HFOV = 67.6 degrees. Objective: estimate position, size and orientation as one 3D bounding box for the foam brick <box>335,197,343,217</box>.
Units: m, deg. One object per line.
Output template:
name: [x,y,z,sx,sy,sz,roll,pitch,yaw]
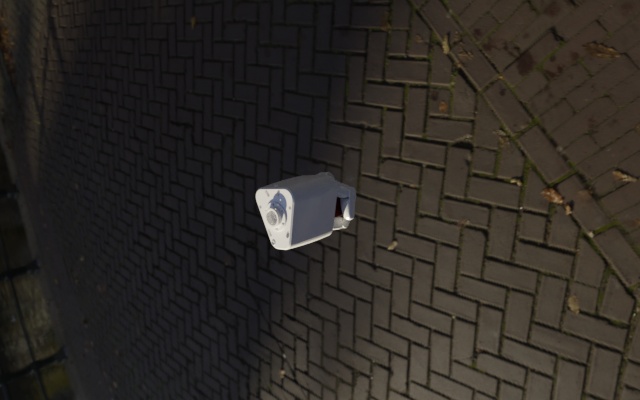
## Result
foam brick: [0.000,0.003,0.884,0.078,0.053,0.051,1,13,42]
